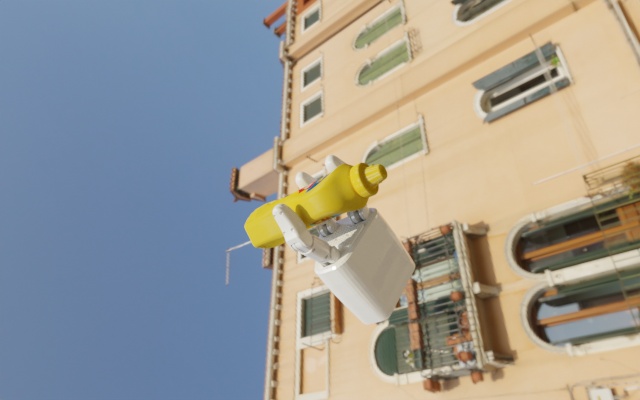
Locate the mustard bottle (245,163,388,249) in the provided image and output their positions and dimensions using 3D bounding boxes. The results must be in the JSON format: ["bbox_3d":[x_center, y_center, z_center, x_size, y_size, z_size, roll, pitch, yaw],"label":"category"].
[{"bbox_3d":[0.000,0.002,0.592,0.192,0.058,0.096,-25,0,34],"label":"mustard bottle"}]
